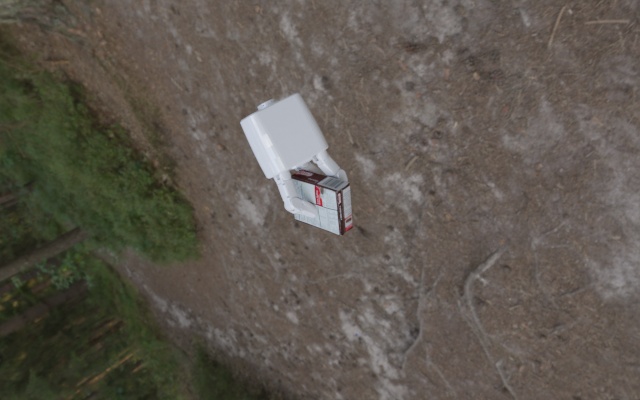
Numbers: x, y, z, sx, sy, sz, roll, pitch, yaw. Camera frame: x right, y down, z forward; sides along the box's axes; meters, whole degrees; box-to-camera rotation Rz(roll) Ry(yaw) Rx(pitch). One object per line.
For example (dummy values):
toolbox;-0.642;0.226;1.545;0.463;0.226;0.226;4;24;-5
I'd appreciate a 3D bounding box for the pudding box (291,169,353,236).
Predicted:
pudding box;0.000;0.003;0.829;0.113;0.090;0.039;19;38;38
